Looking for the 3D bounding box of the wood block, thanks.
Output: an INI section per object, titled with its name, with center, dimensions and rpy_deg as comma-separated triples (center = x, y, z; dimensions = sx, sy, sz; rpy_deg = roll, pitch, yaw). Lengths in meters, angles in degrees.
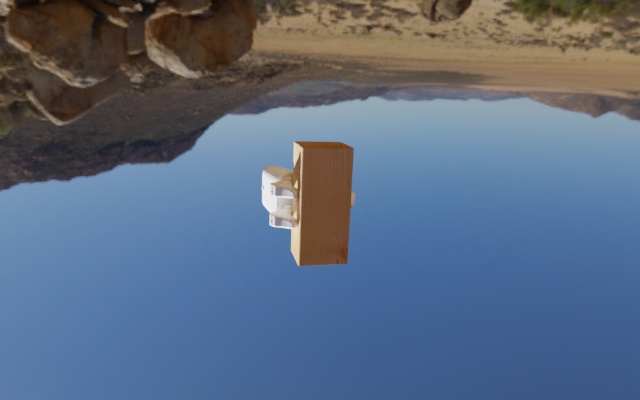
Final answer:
[wood block]
center = 0.000, 0.003, 0.849
dimensions = 0.091, 0.206, 0.090
rpy_deg = -1, 14, -13
